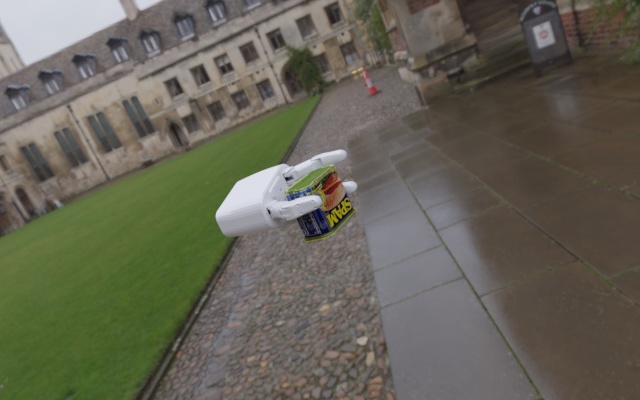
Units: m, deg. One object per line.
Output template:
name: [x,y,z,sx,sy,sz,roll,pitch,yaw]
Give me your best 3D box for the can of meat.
can of meat: [0.000,0.002,0.723,0.057,0.084,0.102,-14,18,37]
